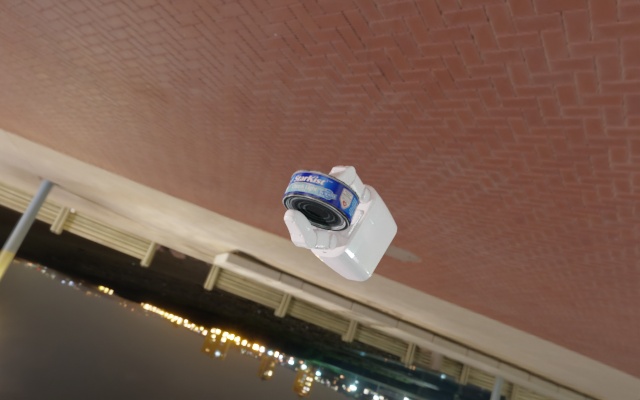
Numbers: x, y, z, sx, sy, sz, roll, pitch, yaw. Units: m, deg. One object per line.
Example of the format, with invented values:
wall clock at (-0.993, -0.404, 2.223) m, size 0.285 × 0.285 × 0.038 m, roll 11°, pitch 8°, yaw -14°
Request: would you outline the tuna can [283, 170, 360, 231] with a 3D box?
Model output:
tuna can at (0.000, 0.002, 0.555) m, size 0.086 × 0.033 × 0.086 m, roll 19°, pitch -23°, yaw 9°
